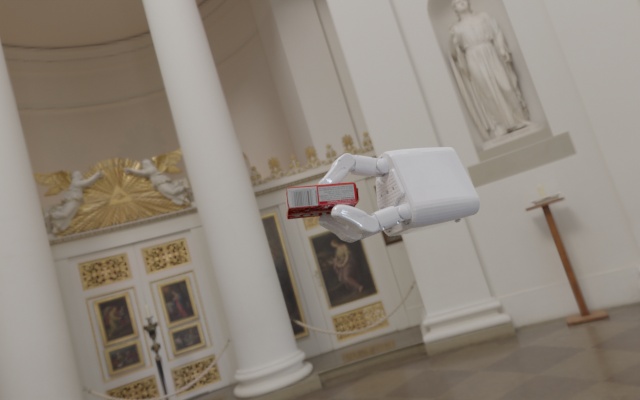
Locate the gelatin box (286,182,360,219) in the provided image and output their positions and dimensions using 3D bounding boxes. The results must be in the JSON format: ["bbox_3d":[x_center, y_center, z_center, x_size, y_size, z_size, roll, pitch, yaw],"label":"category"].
[{"bbox_3d":[0.000,0.002,0.617,0.089,0.030,0.073,-5,-12,-6],"label":"gelatin box"}]
